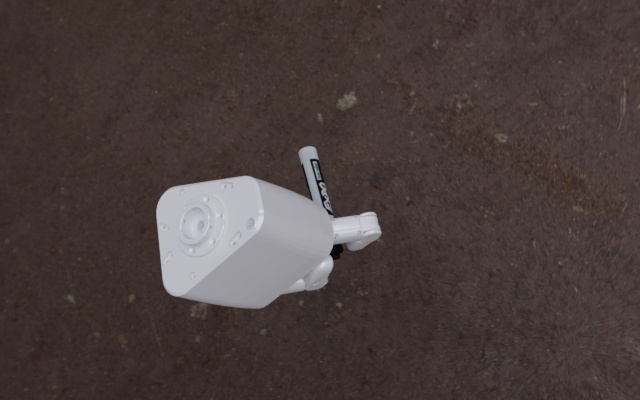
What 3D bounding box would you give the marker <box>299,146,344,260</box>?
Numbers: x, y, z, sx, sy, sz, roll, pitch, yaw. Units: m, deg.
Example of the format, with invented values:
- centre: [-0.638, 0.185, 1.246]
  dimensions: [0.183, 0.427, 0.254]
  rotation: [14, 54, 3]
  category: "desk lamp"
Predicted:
- centre: [0.000, 0.002, 0.476]
  dimensions: [0.020, 0.121, 0.020]
  rotation: [-12, -23, -5]
  category: "marker"
